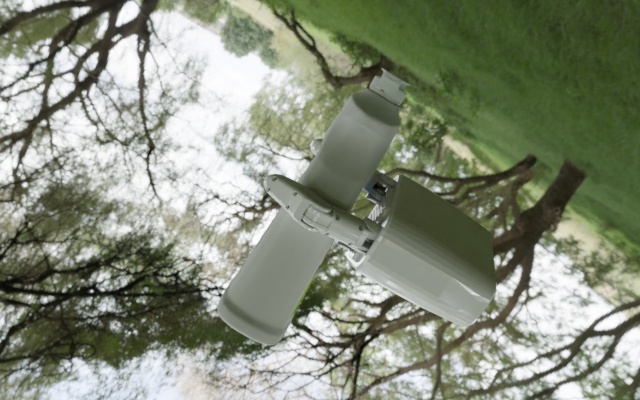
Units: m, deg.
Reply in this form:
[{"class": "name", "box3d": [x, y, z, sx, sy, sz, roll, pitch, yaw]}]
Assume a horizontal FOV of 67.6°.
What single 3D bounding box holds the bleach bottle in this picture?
[{"class": "bleach bottle", "box3d": [0.000, 0.001, 0.426, 0.068, 0.251, 0.102, 31, 16, -2]}]
